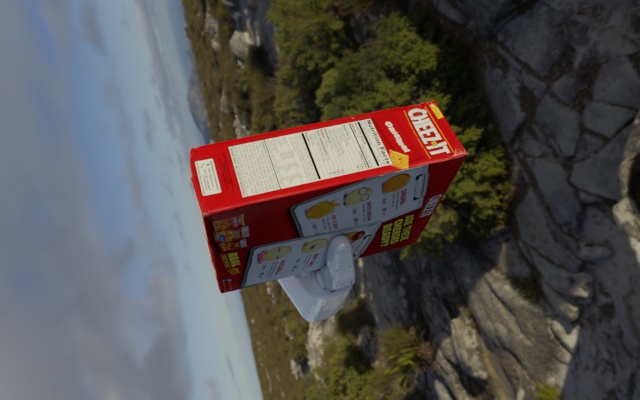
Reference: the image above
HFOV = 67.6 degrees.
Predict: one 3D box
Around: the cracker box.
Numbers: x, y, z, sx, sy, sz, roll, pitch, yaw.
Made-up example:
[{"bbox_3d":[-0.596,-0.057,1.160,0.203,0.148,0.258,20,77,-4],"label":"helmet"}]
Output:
[{"bbox_3d":[0.000,0.002,0.436,0.213,0.072,0.164,-14,-28,-14],"label":"cracker box"}]
